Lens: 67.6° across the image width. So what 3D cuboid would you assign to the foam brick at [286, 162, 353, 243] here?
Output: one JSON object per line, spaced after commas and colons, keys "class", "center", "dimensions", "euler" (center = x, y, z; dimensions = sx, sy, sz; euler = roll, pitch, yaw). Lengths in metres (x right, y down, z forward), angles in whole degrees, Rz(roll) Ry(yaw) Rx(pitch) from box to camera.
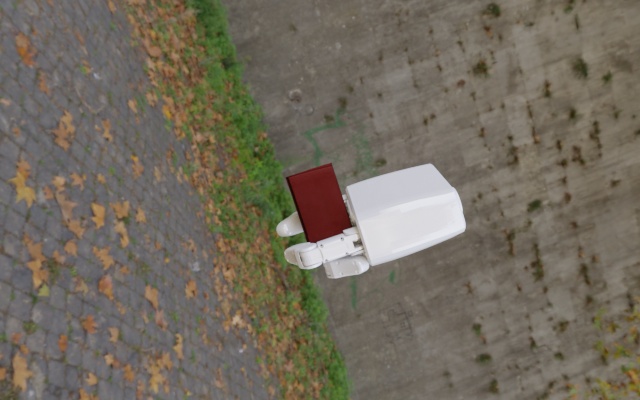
{"class": "foam brick", "center": [0.000, 0.001, 0.527], "dimensions": [0.051, 0.078, 0.053], "euler": [-18, 7, 4]}
